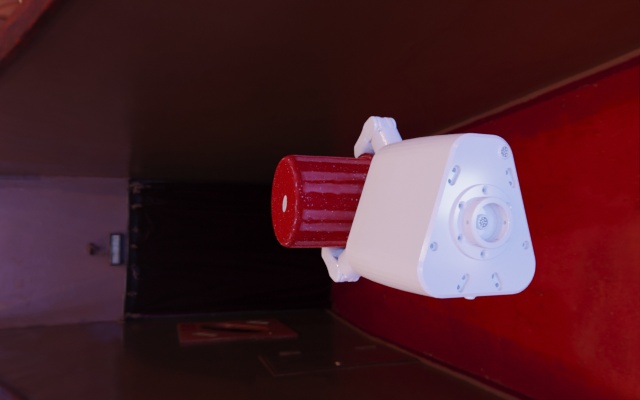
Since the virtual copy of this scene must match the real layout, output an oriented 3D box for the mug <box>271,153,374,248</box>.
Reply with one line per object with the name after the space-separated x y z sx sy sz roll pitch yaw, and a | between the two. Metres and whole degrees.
-0.001 0.001 0.443 0.081 0.093 0.117 1 -1 -21 | mug
